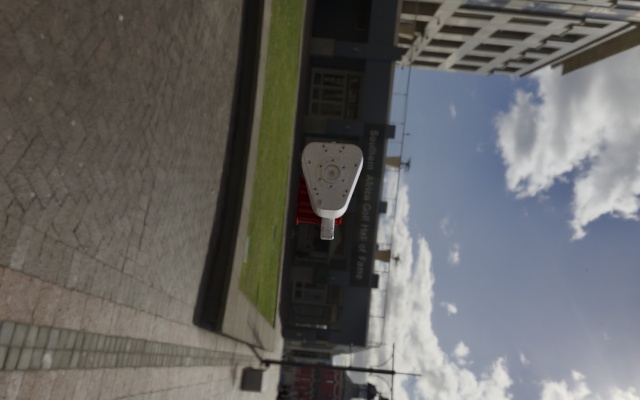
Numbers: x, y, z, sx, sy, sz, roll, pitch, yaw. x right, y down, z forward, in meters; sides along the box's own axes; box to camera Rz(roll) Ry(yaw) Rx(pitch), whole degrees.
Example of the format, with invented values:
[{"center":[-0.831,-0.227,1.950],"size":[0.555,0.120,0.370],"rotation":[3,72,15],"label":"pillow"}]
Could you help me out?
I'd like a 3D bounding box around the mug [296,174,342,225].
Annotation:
[{"center":[0.000,0.003,0.887],"size":[0.081,0.093,0.117],"rotation":[5,-5,1],"label":"mug"}]
